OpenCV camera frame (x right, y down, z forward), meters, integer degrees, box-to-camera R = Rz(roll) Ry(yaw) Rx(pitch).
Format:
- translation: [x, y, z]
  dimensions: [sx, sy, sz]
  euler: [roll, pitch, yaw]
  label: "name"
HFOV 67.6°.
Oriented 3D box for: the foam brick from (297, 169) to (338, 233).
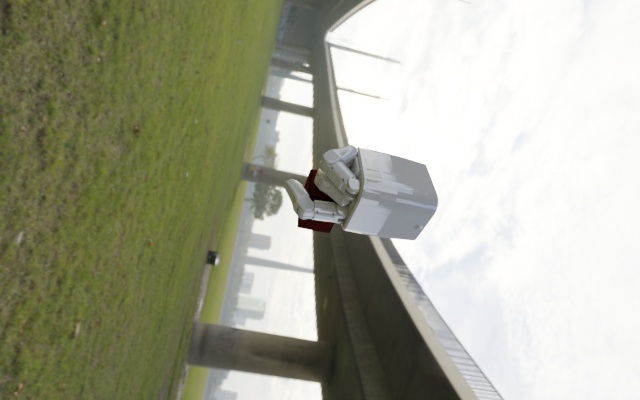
- translation: [0.000, 0.002, 0.688]
  dimensions: [0.051, 0.053, 0.078]
  euler: [11, -39, -9]
  label: "foam brick"
